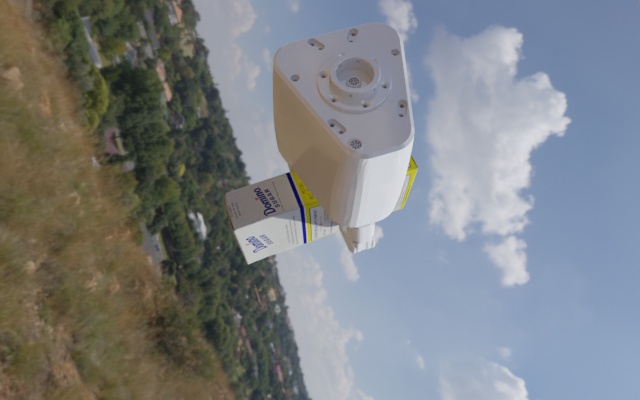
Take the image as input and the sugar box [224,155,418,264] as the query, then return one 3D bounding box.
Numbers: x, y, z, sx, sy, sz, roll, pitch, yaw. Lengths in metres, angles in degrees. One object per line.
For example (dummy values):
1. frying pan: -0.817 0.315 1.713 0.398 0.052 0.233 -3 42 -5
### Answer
1. sugar box: 0.000 0.001 0.467 0.176 0.048 0.093 -16 -25 -9
